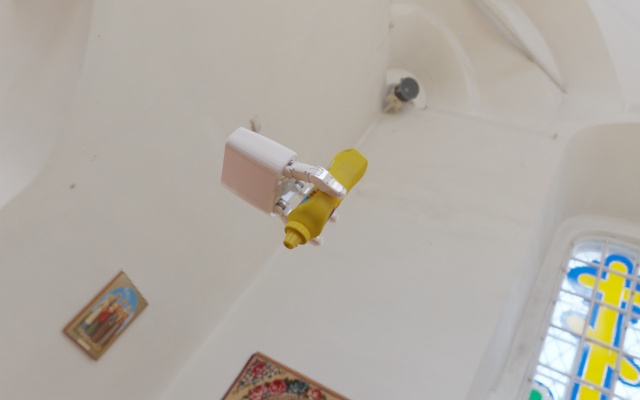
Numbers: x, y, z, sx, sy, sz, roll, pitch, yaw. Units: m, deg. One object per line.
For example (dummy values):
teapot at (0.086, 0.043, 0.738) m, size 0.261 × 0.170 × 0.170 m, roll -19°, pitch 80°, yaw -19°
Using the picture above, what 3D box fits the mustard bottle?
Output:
mustard bottle at (0.001, 0.003, 0.758) m, size 0.058 × 0.191 × 0.096 m, roll 42°, pitch -32°, yaw -6°
